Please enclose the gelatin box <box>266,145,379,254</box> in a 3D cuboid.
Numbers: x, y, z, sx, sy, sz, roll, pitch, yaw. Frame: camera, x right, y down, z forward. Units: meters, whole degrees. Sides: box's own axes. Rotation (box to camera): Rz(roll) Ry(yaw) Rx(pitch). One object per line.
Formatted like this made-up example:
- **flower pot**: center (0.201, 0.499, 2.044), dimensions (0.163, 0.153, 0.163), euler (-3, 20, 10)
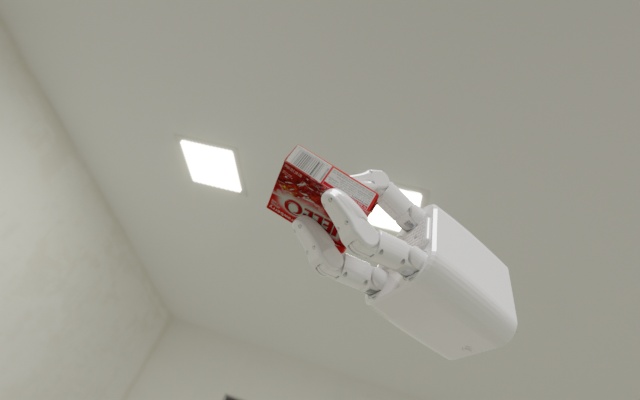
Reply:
- **gelatin box**: center (0.000, 0.001, 0.442), dimensions (0.089, 0.030, 0.073), euler (32, -39, 4)
